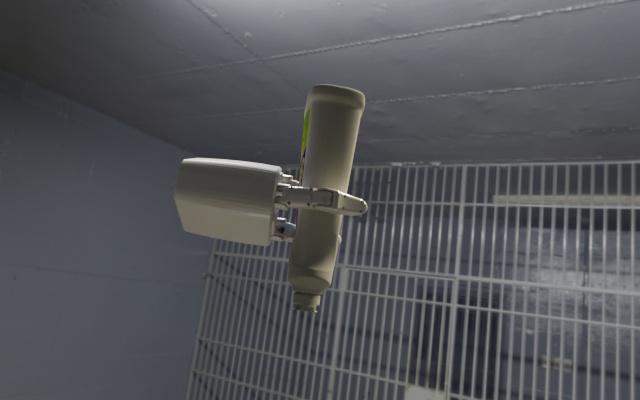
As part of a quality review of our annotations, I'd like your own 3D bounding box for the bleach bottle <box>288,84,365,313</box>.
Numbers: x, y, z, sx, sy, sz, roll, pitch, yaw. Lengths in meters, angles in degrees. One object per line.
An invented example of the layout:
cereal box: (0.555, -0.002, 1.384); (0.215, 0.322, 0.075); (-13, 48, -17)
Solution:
bleach bottle: (0.000, 0.002, 0.557); (0.068, 0.250, 0.102); (9, -11, -5)
